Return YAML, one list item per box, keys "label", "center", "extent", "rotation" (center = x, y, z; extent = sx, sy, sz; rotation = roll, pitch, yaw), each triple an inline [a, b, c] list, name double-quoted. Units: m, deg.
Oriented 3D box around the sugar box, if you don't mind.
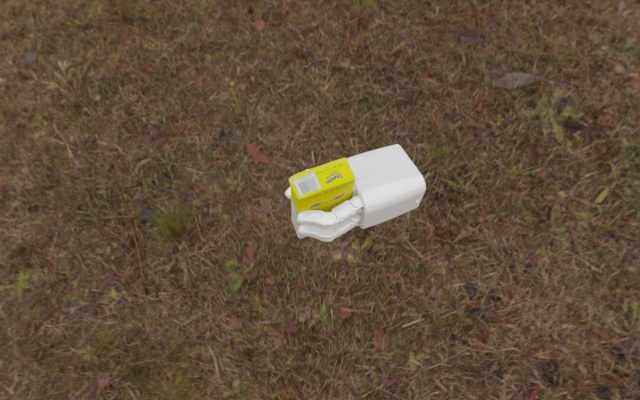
- label: "sugar box"
  center: [0.000, 0.003, 0.773]
  extent: [0.093, 0.048, 0.176]
  rotation: [-19, -24, -9]
